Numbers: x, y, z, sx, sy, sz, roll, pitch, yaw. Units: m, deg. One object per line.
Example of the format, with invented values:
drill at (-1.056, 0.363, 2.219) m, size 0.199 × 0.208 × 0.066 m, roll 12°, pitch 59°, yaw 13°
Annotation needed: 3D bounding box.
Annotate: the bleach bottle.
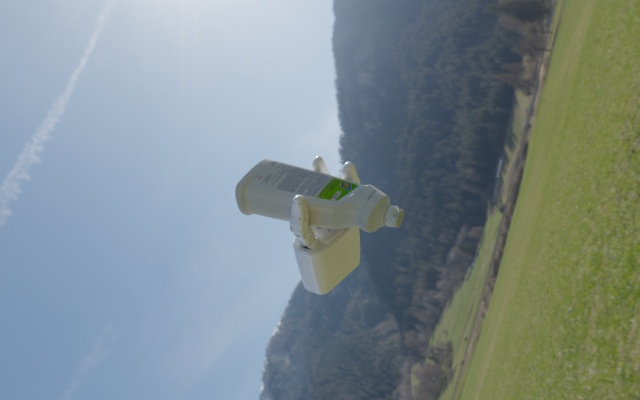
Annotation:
bleach bottle at (0.000, 0.002, 0.728) m, size 0.251 × 0.068 × 0.102 m, roll 15°, pitch 45°, yaw 25°
